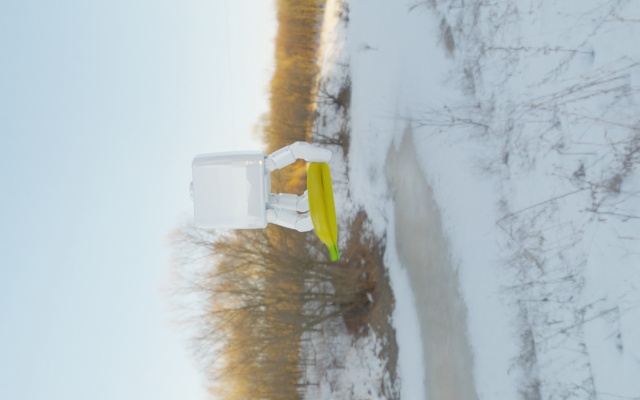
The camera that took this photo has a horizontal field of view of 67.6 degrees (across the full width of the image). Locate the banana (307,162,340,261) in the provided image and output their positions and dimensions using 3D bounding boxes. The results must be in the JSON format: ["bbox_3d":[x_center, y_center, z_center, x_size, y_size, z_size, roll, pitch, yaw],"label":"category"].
[{"bbox_3d":[0.000,-0.008,0.694,0.037,0.197,0.070,-5,-45,-1],"label":"banana"}]
